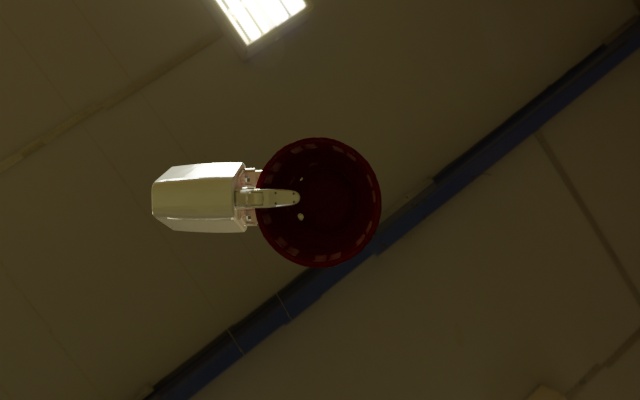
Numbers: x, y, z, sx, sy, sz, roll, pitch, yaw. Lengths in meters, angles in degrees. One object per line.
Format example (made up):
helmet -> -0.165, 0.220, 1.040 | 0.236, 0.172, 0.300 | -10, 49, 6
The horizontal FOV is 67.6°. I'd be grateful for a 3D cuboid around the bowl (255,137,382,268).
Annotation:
bowl -> 0.001, 0.002, 0.612 | 0.162, 0.162, 0.055 | 0, 2, 13
